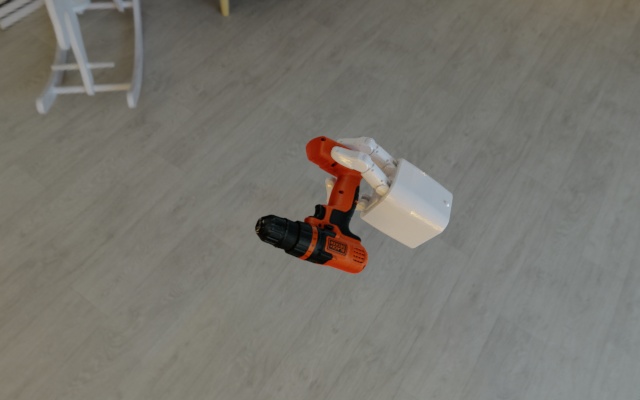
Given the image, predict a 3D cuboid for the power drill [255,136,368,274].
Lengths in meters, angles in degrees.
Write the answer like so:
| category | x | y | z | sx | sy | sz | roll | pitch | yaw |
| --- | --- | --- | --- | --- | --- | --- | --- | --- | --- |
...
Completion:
| category | x | y | z | sx | sy | sz | roll | pitch | yaw |
| --- | --- | --- | --- | --- | --- | --- | --- | --- | --- |
| power drill | 0.000 | 0.002 | 0.717 | 0.184 | 0.187 | 0.057 | 23 | -24 | -29 |
